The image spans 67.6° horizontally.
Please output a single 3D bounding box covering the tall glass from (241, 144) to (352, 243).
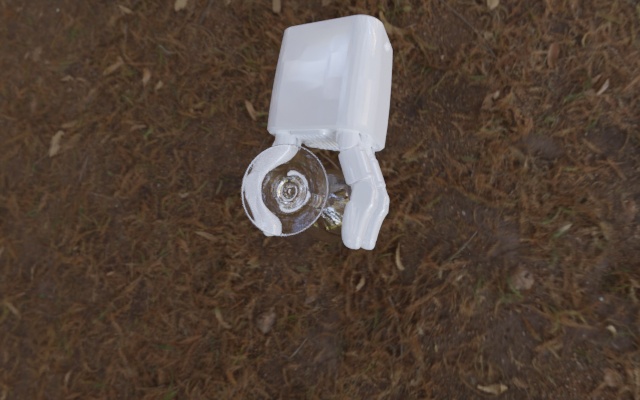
[{"bbox_3d":[0.000,0.002,0.472,0.079,0.079,0.201,0,-6,17],"label":"tall glass"}]
